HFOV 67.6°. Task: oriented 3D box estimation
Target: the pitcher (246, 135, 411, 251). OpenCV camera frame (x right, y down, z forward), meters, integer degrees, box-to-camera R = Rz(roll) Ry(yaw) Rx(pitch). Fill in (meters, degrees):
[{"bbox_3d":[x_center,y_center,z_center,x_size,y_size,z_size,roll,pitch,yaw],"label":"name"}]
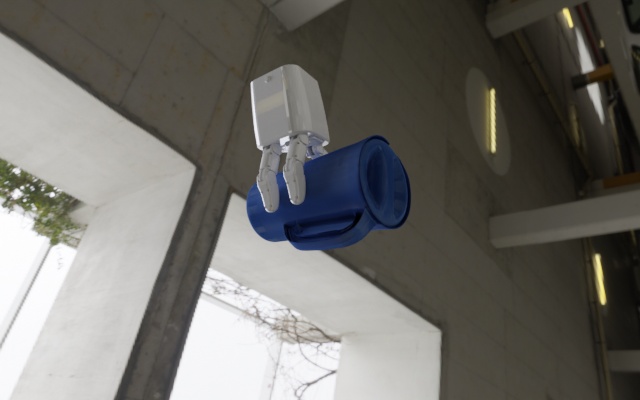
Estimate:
[{"bbox_3d":[0.000,0.002,0.720,0.243,0.145,0.149,-14,-7,37],"label":"pitcher"}]
